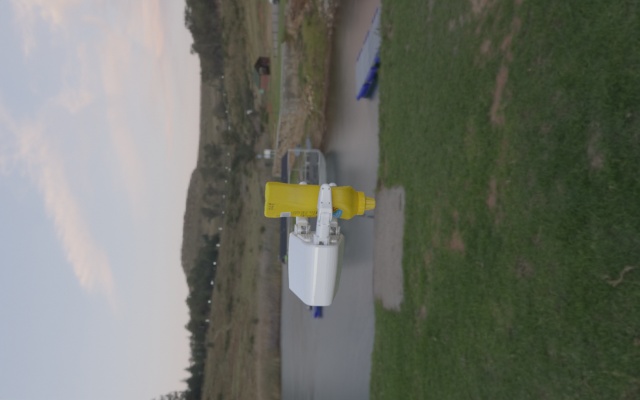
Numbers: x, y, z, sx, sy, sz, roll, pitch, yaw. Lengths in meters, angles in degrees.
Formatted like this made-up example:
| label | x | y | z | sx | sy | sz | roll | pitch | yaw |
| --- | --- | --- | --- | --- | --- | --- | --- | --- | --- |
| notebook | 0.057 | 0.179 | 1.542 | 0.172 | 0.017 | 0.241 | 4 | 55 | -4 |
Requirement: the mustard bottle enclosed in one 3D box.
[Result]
| label | x | y | z | sx | sy | sz | roll | pitch | yaw |
| --- | --- | --- | --- | --- | --- | --- | --- | --- | --- |
| mustard bottle | 0.000 | 0.002 | 0.828 | 0.191 | 0.058 | 0.096 | 2 | -16 | -7 |
